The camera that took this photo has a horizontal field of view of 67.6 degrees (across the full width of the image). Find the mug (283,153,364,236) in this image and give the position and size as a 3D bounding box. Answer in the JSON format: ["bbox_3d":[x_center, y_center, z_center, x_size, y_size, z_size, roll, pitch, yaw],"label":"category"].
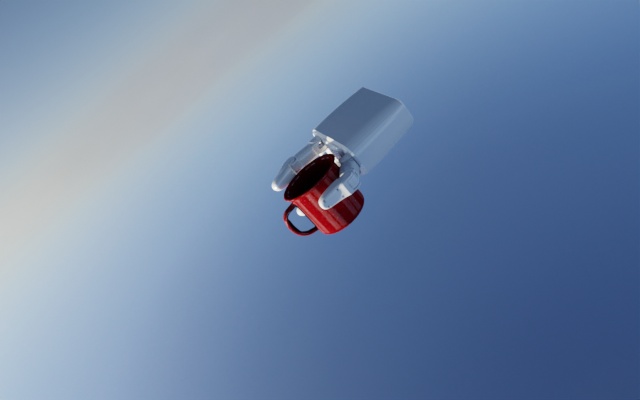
[{"bbox_3d":[-0.001,0.003,0.679,0.081,0.117,0.093,47,-6,-22],"label":"mug"}]
